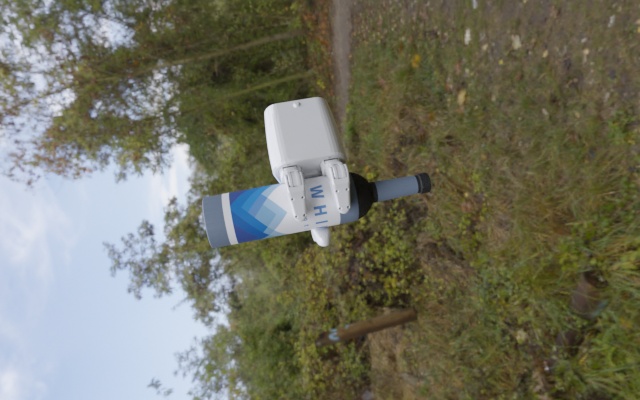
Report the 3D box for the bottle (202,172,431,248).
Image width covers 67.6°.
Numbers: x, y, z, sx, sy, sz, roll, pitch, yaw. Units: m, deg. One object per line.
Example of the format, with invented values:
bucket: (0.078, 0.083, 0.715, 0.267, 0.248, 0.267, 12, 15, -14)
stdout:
bottle: (0.000, 0.002, 0.627, 0.296, 0.069, 0.069, -10, 1, -6)
